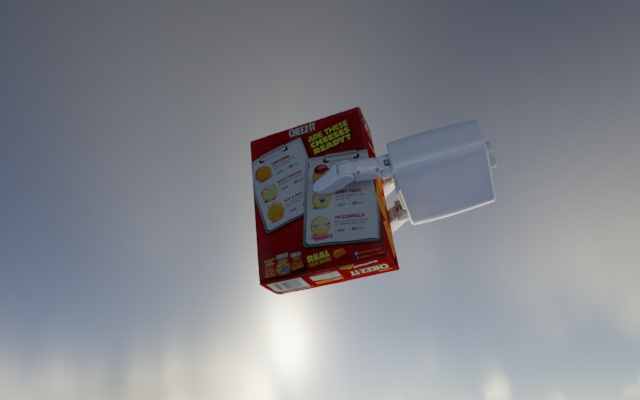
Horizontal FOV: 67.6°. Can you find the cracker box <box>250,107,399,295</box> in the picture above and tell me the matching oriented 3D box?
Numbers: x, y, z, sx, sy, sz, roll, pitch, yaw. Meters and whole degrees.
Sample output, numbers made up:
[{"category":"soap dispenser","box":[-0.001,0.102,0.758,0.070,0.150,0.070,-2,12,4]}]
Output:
[{"category":"cracker box","box":[0.000,0.002,0.627,0.164,0.213,0.072,-15,-29,14]}]
